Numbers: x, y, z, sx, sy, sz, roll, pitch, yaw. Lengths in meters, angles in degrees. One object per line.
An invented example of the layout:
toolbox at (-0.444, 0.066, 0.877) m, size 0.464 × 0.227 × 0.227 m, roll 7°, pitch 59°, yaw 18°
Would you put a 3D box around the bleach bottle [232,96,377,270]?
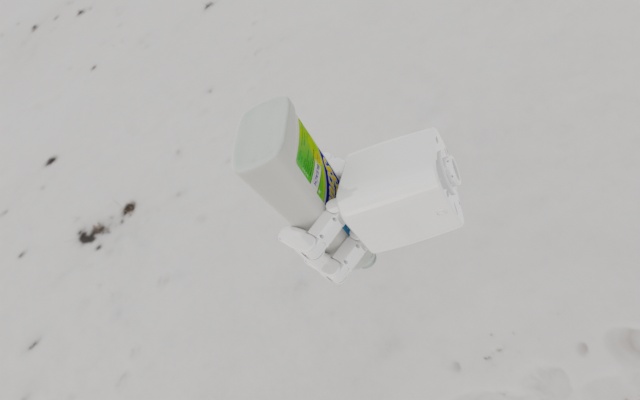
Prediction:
bleach bottle at (0.000, 0.002, 0.557) m, size 0.068 × 0.102 × 0.251 m, roll -18°, pitch -43°, yaw 24°
